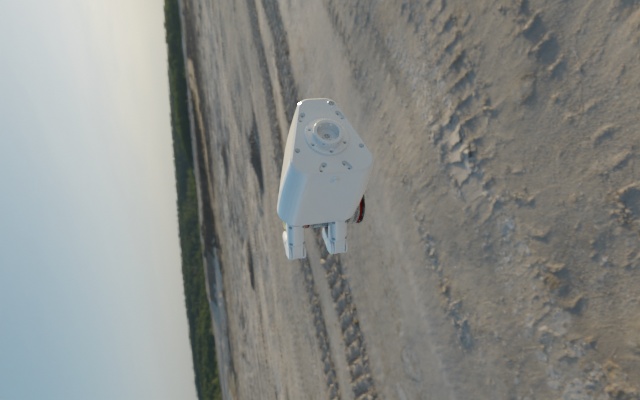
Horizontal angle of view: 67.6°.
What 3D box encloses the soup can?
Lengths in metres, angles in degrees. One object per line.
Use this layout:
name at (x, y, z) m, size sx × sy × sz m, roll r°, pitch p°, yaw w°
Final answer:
soup can at (0.000, 0.002, 0.633) m, size 0.102 × 0.068 × 0.068 m, roll -6°, pitch 1°, yaw -15°
